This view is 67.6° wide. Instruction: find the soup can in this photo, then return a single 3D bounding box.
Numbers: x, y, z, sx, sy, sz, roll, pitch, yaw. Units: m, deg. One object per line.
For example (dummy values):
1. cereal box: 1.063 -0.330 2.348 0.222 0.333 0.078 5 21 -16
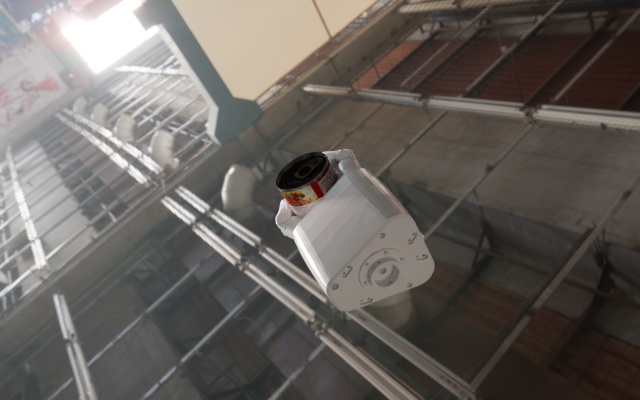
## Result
1. soup can: 0.000 0.002 0.575 0.068 0.102 0.068 -22 33 15
